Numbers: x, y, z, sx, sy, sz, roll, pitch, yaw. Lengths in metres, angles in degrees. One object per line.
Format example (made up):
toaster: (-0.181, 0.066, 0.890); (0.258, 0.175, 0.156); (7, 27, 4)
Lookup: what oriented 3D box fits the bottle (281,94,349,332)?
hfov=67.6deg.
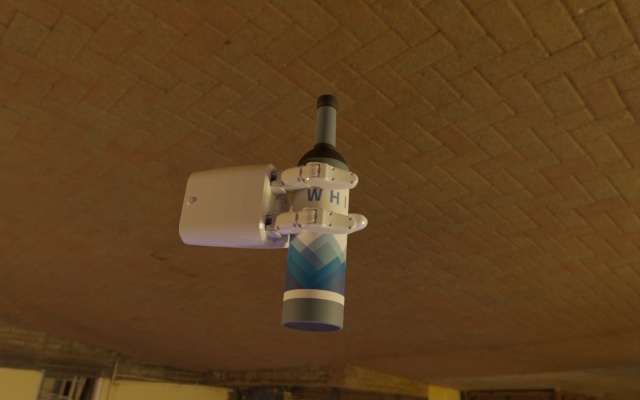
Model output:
bottle: (0.000, 0.002, 0.573); (0.069, 0.295, 0.069); (3, -24, 1)
